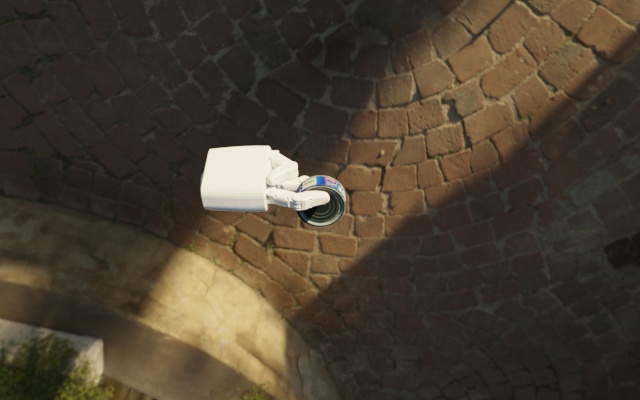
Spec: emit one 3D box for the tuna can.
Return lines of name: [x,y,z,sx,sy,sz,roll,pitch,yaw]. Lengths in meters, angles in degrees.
tuna can: [0.000,0.003,0.799,0.086,0.086,0.033,0,33,-1]
